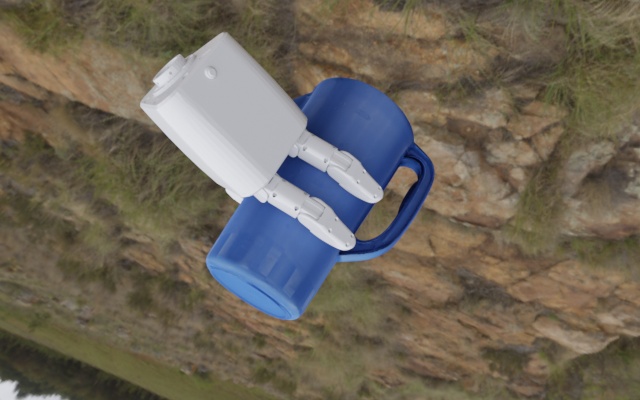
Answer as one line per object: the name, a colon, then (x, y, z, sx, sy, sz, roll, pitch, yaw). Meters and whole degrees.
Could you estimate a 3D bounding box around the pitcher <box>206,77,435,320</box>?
pitcher: (0.000, 0.002, 0.503, 0.149, 0.242, 0.145, 0, -39, 50)
